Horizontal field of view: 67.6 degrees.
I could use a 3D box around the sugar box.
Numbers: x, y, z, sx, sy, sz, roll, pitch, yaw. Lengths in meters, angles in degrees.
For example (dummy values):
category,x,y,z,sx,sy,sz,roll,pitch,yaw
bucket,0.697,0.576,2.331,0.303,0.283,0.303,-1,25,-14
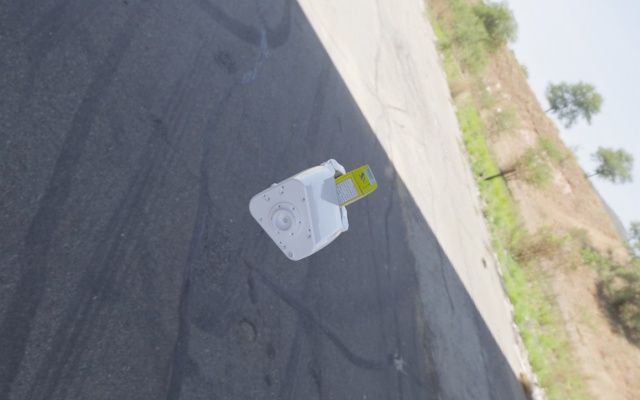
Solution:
category,x,y,z,sx,sy,sz,roll,pitch,yaw
sugar box,0.000,0.002,0.777,0.176,0.048,0.093,-24,1,23
